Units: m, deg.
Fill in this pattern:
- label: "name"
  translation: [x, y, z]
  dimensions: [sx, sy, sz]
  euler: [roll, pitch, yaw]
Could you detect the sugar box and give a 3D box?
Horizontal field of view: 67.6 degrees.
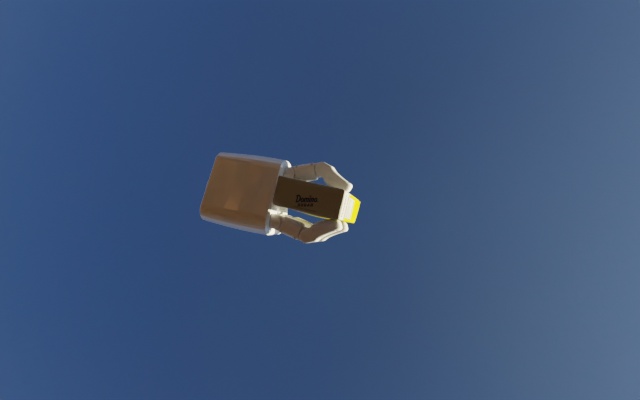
- label: "sugar box"
  translation: [0.000, 0.003, 0.691]
  dimensions: [0.093, 0.048, 0.176]
  euler: [13, 1, 12]
